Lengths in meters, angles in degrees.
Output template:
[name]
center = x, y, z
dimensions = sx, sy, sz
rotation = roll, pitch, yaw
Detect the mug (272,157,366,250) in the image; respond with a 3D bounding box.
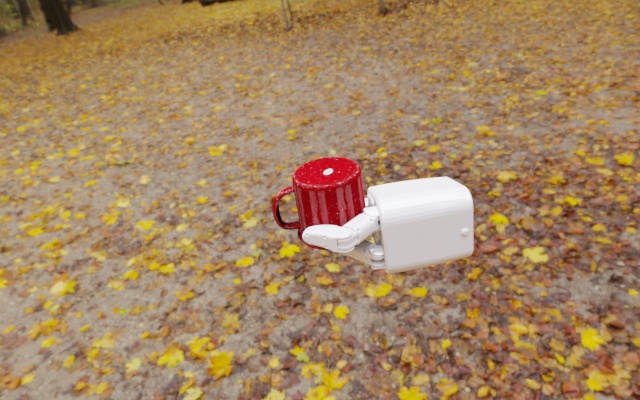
[mug]
center = -0.001, 0.002, 0.570
dimensions = 0.117, 0.081, 0.093
rotation = -10, 29, -1
